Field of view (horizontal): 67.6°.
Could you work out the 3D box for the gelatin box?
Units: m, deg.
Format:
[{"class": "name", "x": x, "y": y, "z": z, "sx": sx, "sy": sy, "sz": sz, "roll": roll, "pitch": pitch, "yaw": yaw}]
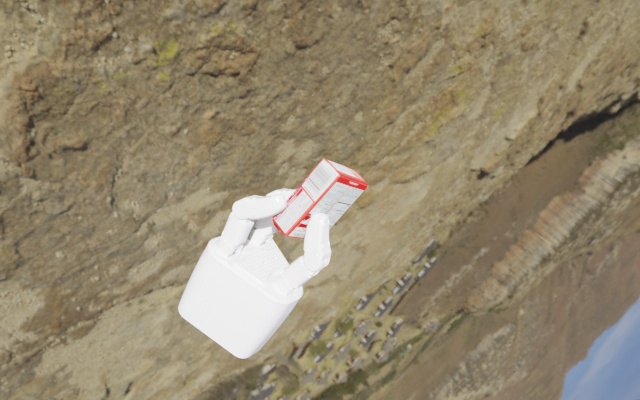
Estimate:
[{"class": "gelatin box", "x": 0.001, "y": 0.002, "z": 0.508, "sx": 0.030, "sy": 0.089, "sz": 0.073, "roll": 49, "pitch": 17, "yaw": 25}]
